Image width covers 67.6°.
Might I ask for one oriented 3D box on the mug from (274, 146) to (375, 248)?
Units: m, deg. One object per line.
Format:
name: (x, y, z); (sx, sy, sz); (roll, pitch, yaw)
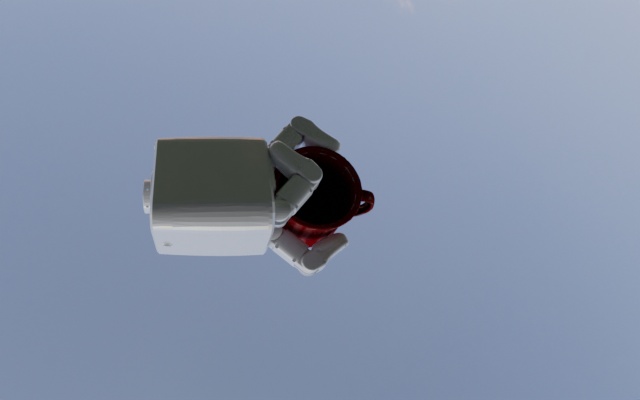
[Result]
mug: (0.001, 0.002, 0.516); (0.117, 0.093, 0.081); (1, -23, -14)
